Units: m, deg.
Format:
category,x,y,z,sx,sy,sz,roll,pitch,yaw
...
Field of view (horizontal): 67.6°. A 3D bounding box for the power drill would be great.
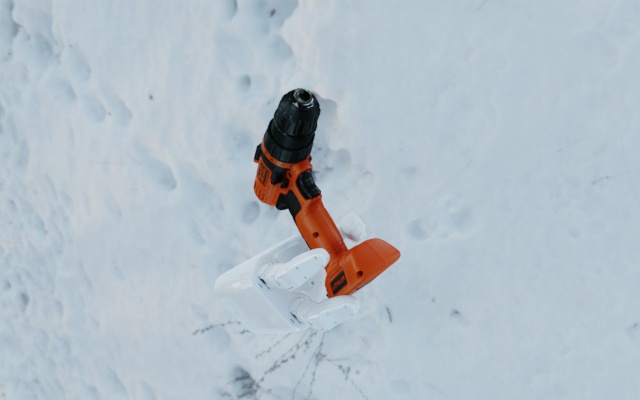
category,x,y,z,sx,sy,sz,roll,pitch,yaw
power drill,0.000,0.002,0.488,0.057,0.187,0.184,-26,-17,-25
